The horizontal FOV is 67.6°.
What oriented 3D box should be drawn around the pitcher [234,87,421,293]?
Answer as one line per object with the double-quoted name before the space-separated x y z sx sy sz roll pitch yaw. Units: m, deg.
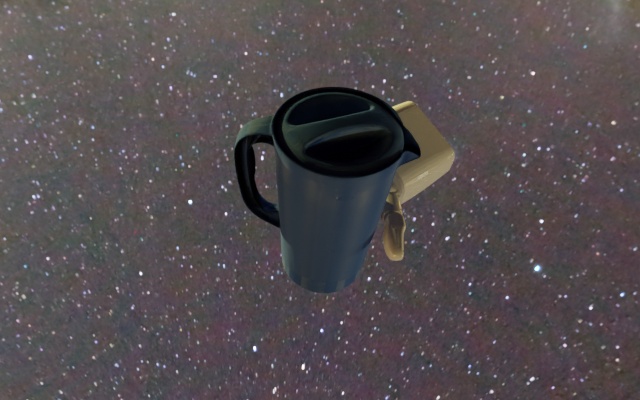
"pitcher" 0.000 0.002 0.550 0.145 0.243 0.149 -32 59 -29
